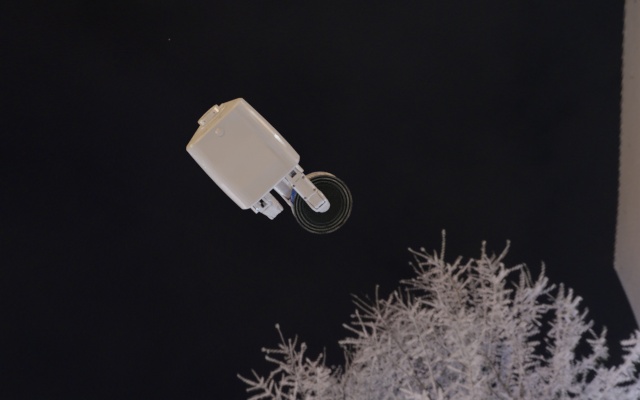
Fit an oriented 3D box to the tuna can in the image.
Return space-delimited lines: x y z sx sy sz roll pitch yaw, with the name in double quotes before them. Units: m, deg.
"tuna can" 0.000 0.002 0.687 0.086 0.086 0.033 0 14 -13
